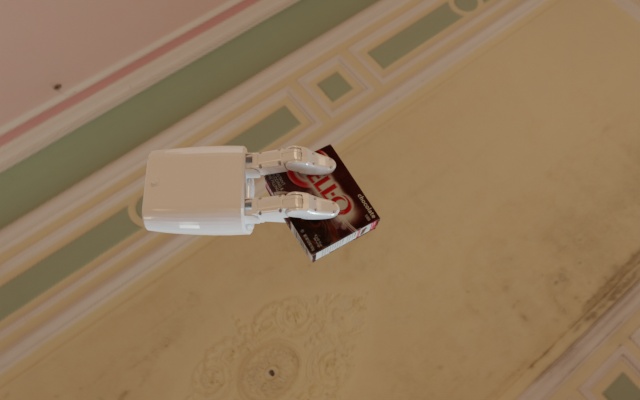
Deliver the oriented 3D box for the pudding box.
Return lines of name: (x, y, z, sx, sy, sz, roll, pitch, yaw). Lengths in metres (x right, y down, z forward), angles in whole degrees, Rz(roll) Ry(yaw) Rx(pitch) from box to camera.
pudding box: (0.000, 0.002, 0.550, 0.090, 0.113, 0.039, -28, -18, -14)
